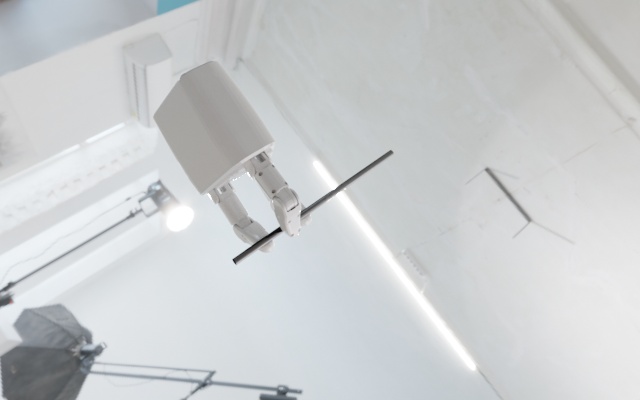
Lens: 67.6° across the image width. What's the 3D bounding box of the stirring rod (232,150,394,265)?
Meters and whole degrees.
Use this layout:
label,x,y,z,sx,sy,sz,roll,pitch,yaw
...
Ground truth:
label,x,y,z,sx,sy,sz,roll,pitch,yaw
stirring rod,0.000,0.002,0.544,0.239,0.011,0.011,-35,17,-26
